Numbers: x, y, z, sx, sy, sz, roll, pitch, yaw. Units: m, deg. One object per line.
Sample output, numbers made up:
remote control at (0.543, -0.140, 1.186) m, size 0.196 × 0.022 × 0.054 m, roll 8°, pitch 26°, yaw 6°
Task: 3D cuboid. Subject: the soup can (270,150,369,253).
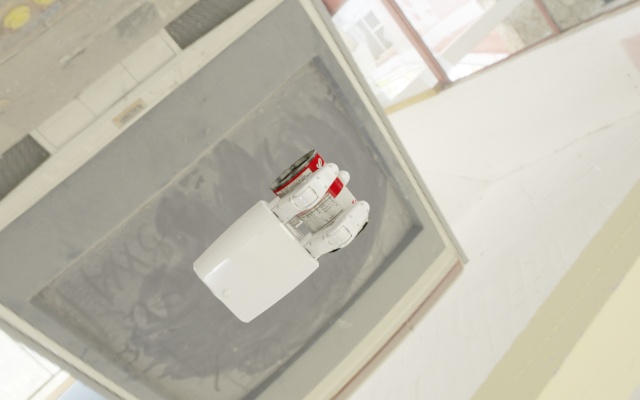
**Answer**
soup can at (0.001, 0.002, 0.551) m, size 0.068 × 0.102 × 0.068 m, roll -38°, pitch 12°, yaw 10°
